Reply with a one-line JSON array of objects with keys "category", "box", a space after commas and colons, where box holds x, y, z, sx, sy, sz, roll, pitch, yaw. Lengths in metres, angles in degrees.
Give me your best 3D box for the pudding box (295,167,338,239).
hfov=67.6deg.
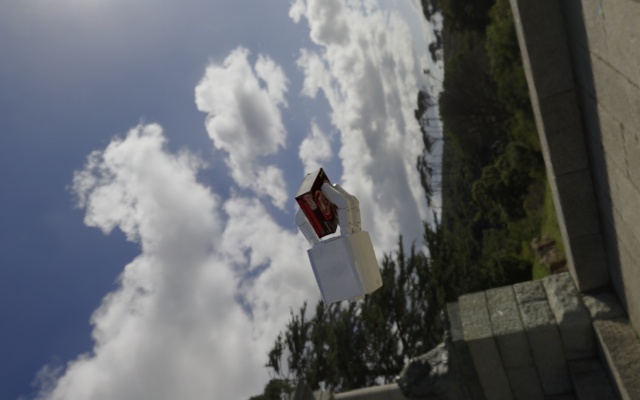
[{"category": "pudding box", "box": [0.000, 0.003, 0.865, 0.039, 0.090, 0.113, -23, 19, 18]}]
